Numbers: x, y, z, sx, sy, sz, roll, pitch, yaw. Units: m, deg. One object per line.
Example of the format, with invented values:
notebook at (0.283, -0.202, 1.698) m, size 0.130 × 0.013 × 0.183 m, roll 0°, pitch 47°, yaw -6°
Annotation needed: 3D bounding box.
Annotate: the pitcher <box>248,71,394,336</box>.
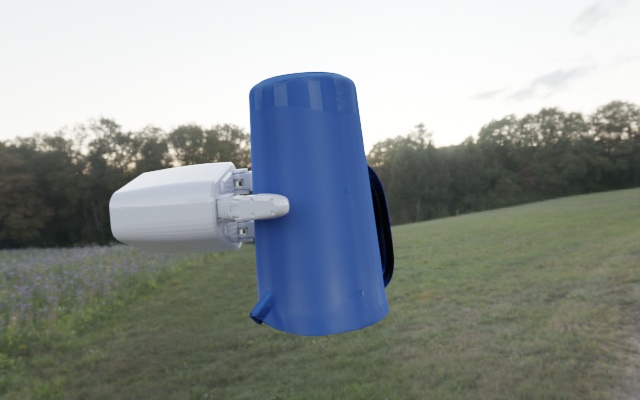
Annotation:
pitcher at (0.000, 0.002, 0.488) m, size 0.145 × 0.243 × 0.149 m, roll -5°, pitch 2°, yaw 6°
